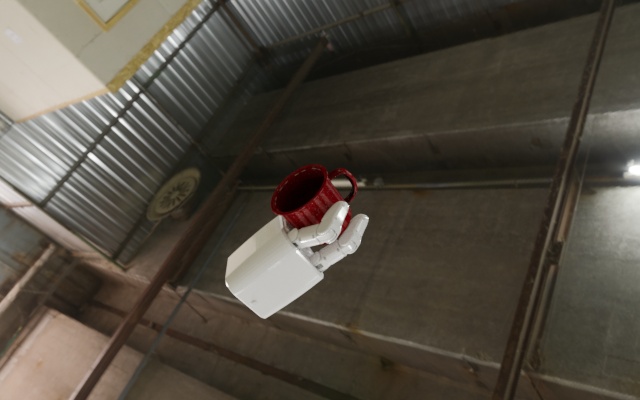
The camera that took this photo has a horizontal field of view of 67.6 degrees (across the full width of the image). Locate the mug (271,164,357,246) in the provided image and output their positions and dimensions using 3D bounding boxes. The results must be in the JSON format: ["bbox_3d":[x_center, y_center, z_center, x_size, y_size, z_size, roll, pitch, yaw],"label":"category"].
[{"bbox_3d":[0.001,0.001,0.673,0.117,0.081,0.093,-38,34,2],"label":"mug"}]
